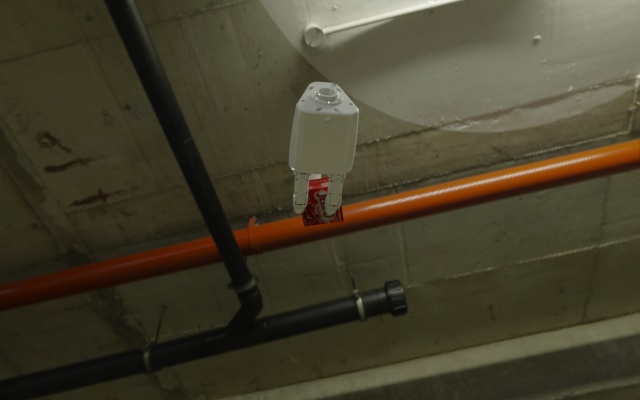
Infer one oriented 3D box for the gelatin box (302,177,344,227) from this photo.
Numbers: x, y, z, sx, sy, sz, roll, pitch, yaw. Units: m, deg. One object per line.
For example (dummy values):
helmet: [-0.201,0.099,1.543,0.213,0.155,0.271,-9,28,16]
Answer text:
gelatin box: [0.000,0.003,0.831,0.073,0.089,0.030,-8,43,2]
